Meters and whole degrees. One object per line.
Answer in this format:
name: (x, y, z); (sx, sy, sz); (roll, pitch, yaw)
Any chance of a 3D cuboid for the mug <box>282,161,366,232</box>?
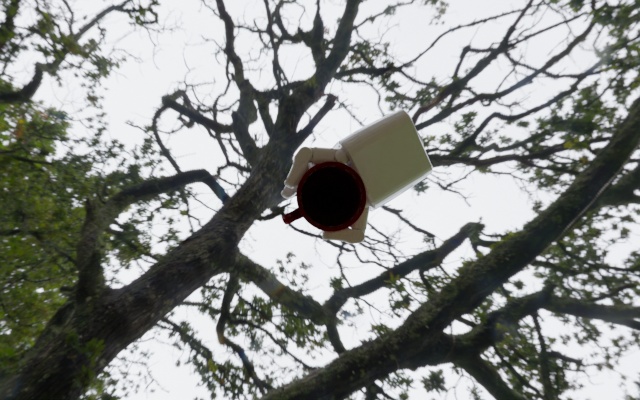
mug: (-0.001, 0.003, 0.664); (0.117, 0.093, 0.081); (-30, 1, -7)
